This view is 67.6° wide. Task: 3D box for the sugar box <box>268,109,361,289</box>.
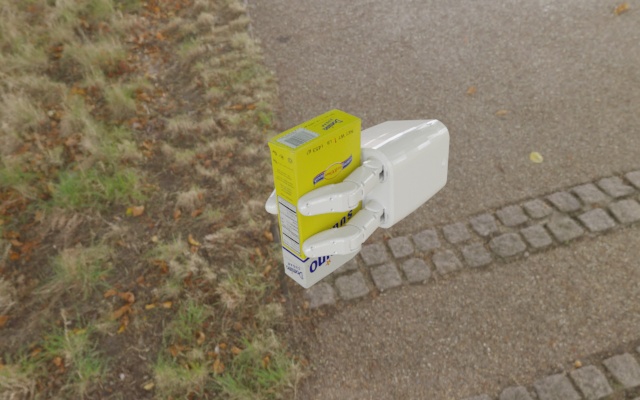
[{"bbox_3d":[0.001,0.002,0.513,0.093,0.176,0.048,-30,41,-31],"label":"sugar box"}]
